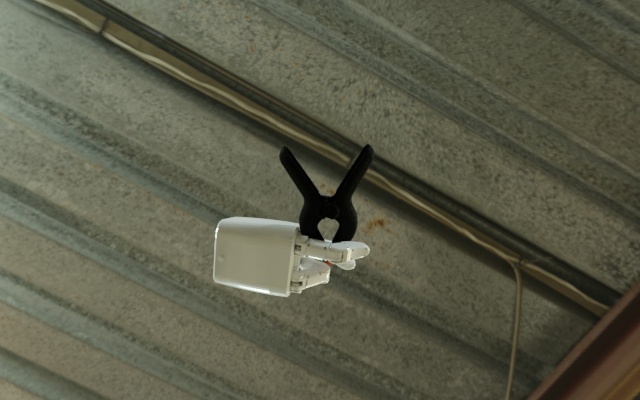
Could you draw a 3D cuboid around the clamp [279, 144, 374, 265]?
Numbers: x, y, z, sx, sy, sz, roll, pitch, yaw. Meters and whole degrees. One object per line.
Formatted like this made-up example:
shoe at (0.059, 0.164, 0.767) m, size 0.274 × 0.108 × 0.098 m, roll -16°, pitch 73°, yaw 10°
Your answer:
clamp at (0.000, 0.002, 0.635) m, size 0.120 × 0.171 × 0.039 m, roll 9°, pitch 18°, yaw 3°
